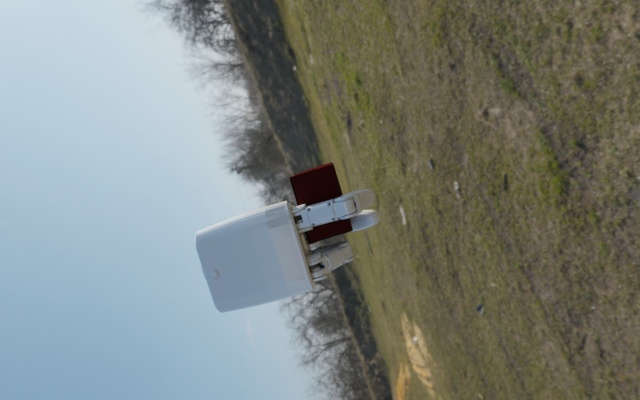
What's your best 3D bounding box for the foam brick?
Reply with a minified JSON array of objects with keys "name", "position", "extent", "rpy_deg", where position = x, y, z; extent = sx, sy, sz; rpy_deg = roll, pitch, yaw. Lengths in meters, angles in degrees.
[{"name":"foam brick","position":[0.000,0.001,0.534],"extent":[0.051,0.078,0.053],"rpy_deg":[-16,5,1]}]
